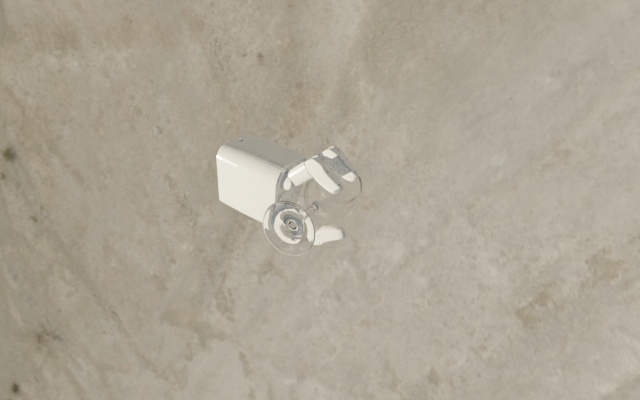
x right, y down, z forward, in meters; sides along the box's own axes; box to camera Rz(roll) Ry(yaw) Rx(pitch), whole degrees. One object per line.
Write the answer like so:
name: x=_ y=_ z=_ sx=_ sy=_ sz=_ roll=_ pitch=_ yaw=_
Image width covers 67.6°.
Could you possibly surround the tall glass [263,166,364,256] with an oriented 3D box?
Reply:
tall glass: x=0.000 y=0.003 z=0.678 sx=0.079 sy=0.079 sz=0.201 roll=0 pitch=19 yaw=26
